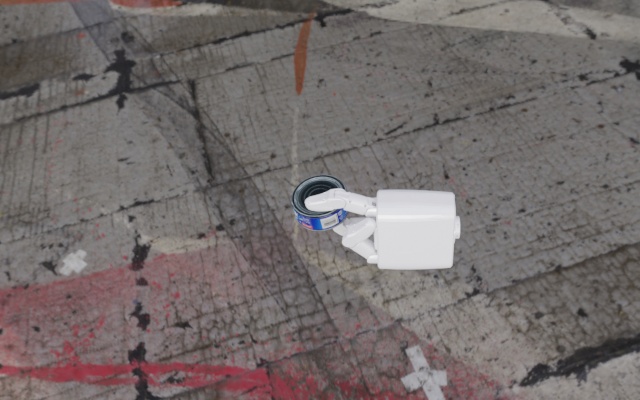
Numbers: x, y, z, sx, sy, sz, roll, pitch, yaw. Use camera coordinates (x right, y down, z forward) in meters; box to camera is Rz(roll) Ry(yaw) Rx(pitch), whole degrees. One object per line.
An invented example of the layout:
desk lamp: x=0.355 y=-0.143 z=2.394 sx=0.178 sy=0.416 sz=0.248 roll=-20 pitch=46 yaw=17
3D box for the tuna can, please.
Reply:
tuna can: x=0.000 y=0.002 z=0.711 sx=0.086 sy=0.086 sz=0.034 roll=0 pitch=-41 yaw=13
